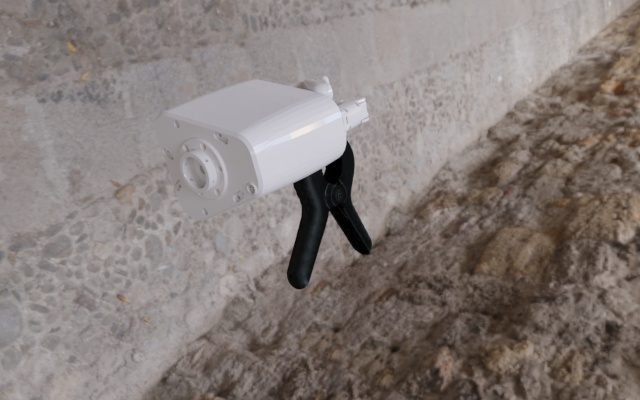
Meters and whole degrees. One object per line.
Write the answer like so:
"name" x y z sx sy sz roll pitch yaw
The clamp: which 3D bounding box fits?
"clamp" 0.001 0.001 0.477 0.039 0.171 0.120 1 24 38
